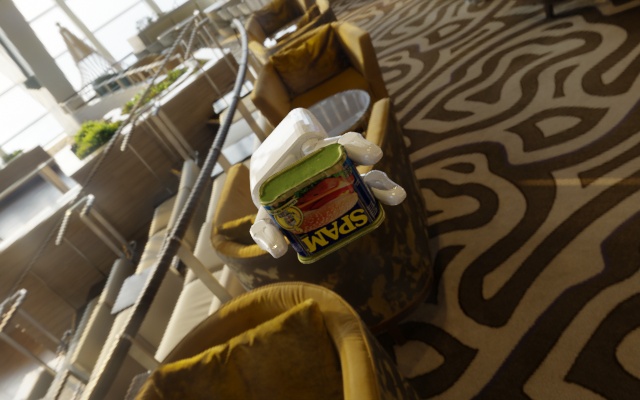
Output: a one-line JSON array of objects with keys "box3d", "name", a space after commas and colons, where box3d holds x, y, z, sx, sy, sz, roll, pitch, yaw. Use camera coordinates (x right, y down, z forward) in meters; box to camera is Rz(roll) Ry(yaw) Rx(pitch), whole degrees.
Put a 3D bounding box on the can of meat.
[{"box3d": [0.000, 0.001, 0.481, 0.102, 0.084, 0.057, -29, 29, 9], "name": "can of meat"}]
